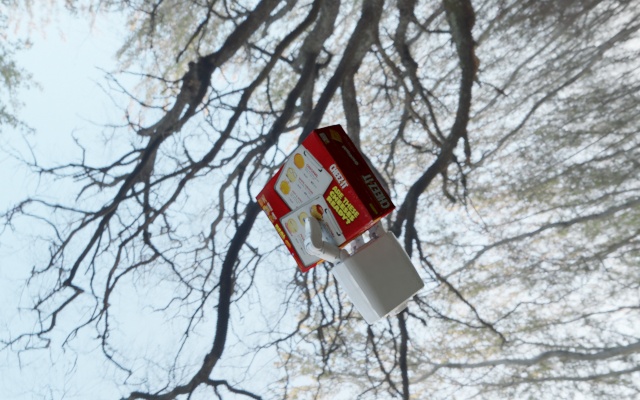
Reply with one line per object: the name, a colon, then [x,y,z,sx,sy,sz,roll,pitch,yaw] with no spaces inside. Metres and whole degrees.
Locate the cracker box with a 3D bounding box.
cracker box: [0.000,0.003,0.787,0.072,0.164,0.214,-25,-12,-43]
